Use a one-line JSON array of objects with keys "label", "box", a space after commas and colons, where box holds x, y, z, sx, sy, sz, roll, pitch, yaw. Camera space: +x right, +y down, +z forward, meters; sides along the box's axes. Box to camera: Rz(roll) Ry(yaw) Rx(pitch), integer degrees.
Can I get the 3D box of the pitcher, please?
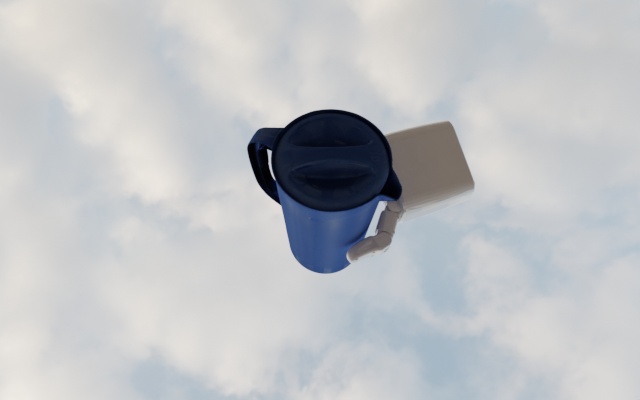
[{"label": "pitcher", "box": [0.000, 0.002, 0.620, 0.145, 0.149, 0.243, -18, -26, -11]}]
